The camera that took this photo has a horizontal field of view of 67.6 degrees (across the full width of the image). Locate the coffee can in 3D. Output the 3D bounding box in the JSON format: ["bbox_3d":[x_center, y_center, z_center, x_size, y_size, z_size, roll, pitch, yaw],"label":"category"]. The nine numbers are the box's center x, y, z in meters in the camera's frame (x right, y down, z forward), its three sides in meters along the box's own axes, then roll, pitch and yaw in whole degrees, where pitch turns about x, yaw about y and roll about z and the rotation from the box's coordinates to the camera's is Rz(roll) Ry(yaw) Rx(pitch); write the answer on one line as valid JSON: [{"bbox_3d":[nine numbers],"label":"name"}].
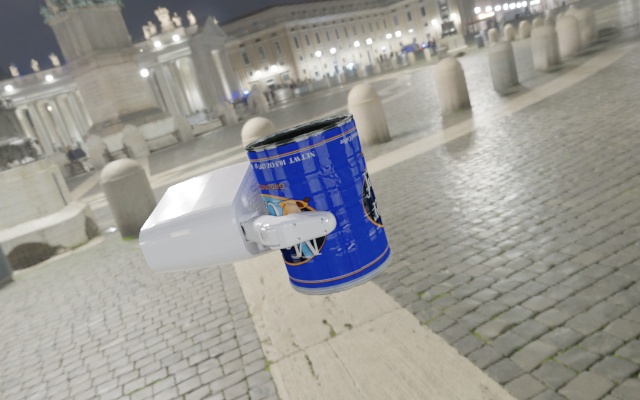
[{"bbox_3d":[0.000,0.002,0.446,0.103,0.140,0.102,-16,14,4],"label":"coffee can"}]
